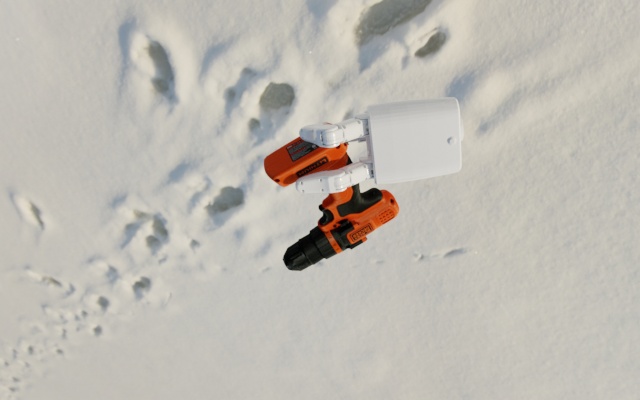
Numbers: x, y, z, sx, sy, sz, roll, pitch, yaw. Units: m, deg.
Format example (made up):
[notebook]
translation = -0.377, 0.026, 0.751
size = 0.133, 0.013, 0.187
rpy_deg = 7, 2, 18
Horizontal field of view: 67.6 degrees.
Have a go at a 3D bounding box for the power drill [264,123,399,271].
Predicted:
[power drill]
translation = 0.000, 0.002, 0.642
size = 0.184, 0.188, 0.057
rpy_deg = -32, 43, 1
